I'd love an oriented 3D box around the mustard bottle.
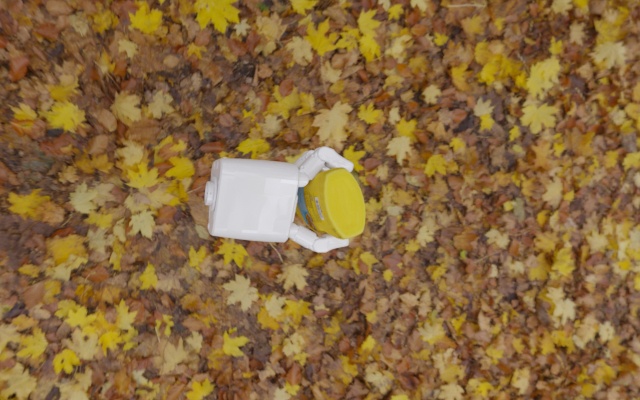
[{"bbox_3d":[0.001,0.002,0.718,0.058,0.096,0.191,-20,8,-19],"label":"mustard bottle"}]
